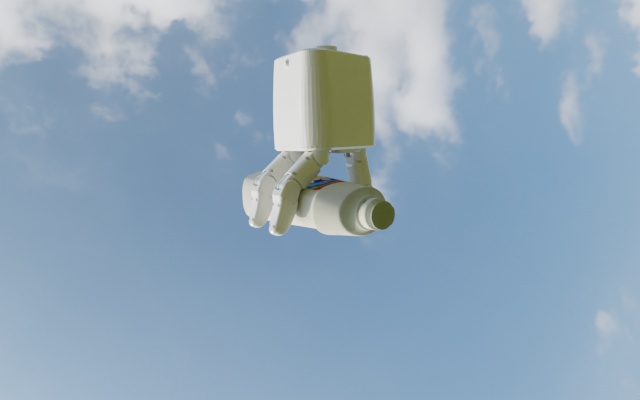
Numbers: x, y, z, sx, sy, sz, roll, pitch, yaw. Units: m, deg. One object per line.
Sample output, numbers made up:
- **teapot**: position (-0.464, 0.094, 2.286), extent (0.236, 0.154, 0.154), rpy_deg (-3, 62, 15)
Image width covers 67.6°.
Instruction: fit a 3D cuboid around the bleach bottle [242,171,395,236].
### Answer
- **bleach bottle**: position (0.000, 0.002, 0.557), extent (0.102, 0.068, 0.251), rpy_deg (-7, 9, -31)
